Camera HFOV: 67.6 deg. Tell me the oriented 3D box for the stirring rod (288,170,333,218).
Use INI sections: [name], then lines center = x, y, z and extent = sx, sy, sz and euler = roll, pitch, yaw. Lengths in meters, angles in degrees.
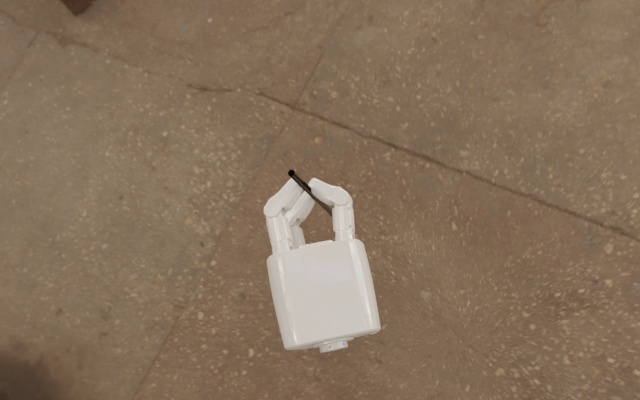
[stirring rod]
center = 0.000, 0.002, 0.644
extent = 0.011, 0.011, 0.239
euler = 0, -16, 16
